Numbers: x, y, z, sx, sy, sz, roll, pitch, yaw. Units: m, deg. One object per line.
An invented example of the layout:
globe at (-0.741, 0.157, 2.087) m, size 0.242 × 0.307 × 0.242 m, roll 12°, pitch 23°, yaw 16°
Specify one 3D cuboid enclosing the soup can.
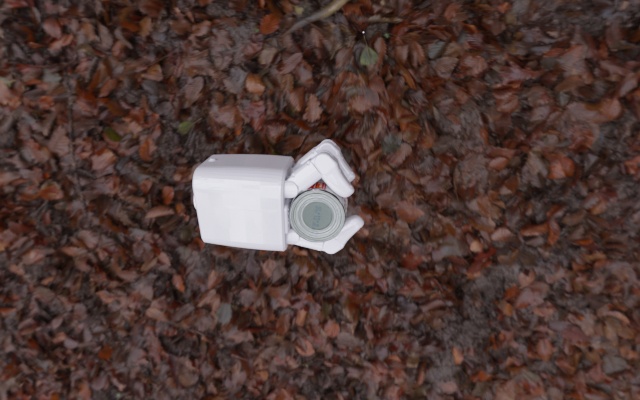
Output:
soup can at (0.001, 0.002, 0.592) m, size 0.068 × 0.068 × 0.102 m, roll 0°, pitch 19°, yaw 5°
